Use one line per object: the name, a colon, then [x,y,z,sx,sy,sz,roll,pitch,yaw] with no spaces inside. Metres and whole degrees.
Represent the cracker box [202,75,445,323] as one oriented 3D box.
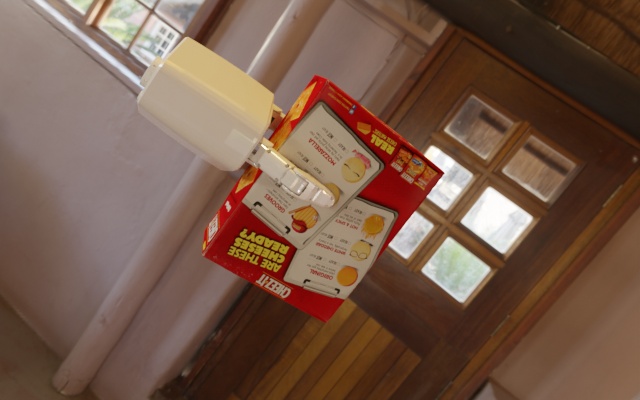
cracker box: [0.000,0.002,0.516,0.164,0.214,0.072,34,10,-21]
